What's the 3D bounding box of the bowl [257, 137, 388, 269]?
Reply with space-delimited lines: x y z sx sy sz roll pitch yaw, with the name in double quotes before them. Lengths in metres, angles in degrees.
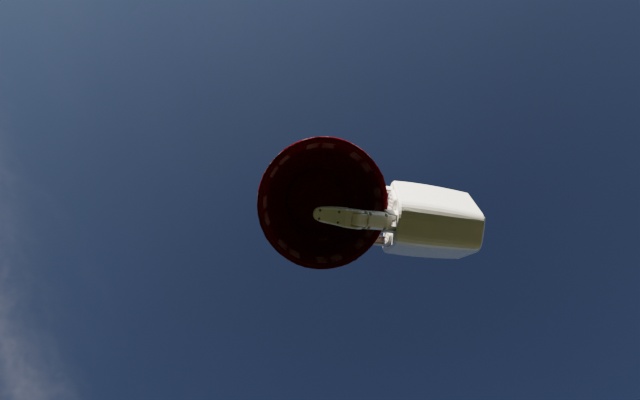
"bowl" -0.001 0.001 0.602 0.162 0.162 0.055 0 5 -10
